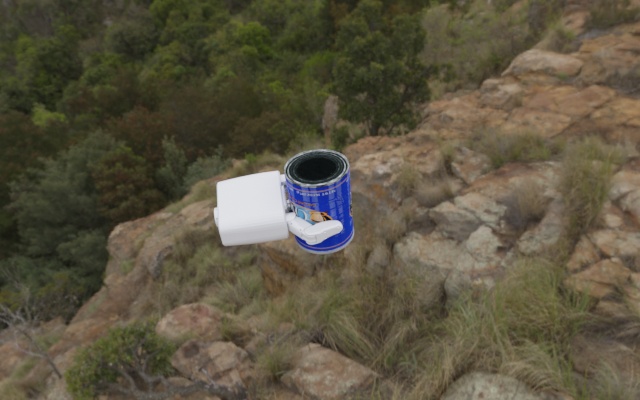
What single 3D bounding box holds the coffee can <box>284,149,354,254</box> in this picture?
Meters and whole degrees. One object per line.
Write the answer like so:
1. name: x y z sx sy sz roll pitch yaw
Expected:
1. coffee can: 0.000 0.003 0.779 0.103 0.140 0.102 -4 38 3
